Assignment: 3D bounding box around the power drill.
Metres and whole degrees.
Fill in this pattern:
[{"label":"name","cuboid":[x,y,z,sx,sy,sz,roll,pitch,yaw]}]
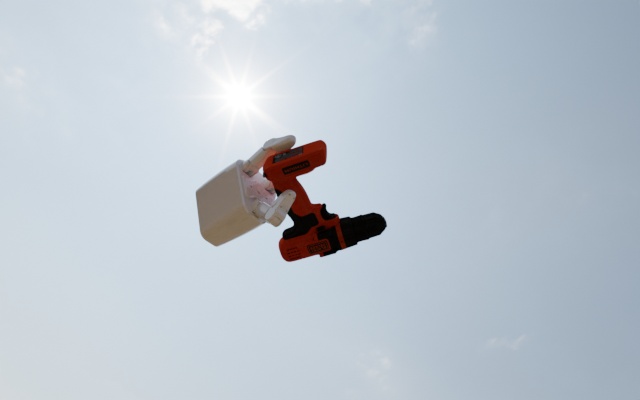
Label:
[{"label":"power drill","cuboid":[0.000,0.002,0.766,0.184,0.188,0.057,-17,24,4]}]
